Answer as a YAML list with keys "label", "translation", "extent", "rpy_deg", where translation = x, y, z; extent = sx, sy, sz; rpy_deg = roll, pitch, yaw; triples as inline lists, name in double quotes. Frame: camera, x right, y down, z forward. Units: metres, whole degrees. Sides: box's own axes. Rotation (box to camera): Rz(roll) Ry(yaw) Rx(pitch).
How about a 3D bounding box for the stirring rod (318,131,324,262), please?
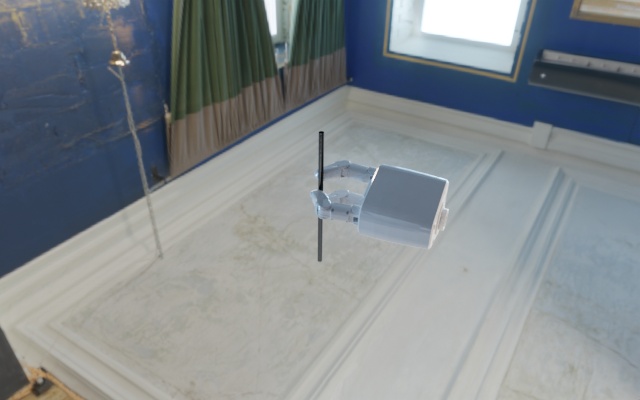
- label: "stirring rod"
  translation: [0.000, 0.002, 0.749]
  extent: [0.011, 0.240, 0.011]
  rpy_deg: [0, 34, 0]
